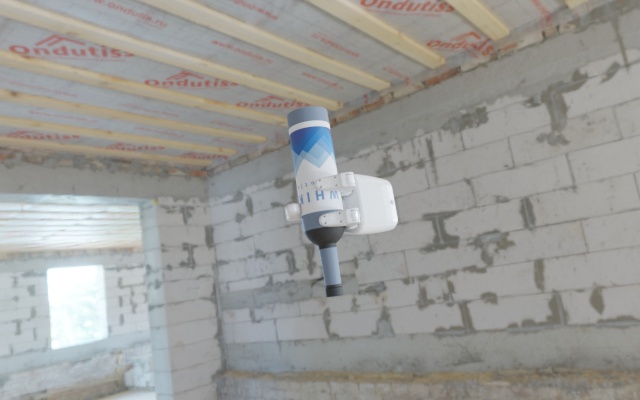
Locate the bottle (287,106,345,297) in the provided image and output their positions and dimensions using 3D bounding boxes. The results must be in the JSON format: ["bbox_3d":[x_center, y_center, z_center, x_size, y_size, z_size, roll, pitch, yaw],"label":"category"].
[{"bbox_3d":[0.000,0.002,0.752,0.069,0.295,0.069,-9,-9,-1],"label":"bottle"}]
